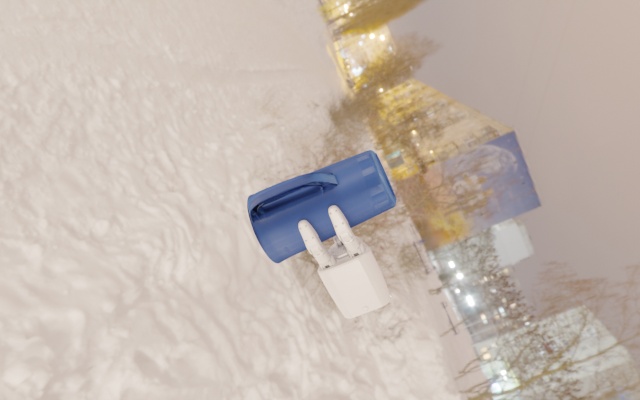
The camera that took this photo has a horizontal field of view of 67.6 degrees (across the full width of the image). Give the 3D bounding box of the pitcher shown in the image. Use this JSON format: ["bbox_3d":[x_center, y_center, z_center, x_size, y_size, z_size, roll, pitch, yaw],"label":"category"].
[{"bbox_3d":[0.000,0.003,0.828,0.243,0.145,0.149,-24,14,10],"label":"pitcher"}]
